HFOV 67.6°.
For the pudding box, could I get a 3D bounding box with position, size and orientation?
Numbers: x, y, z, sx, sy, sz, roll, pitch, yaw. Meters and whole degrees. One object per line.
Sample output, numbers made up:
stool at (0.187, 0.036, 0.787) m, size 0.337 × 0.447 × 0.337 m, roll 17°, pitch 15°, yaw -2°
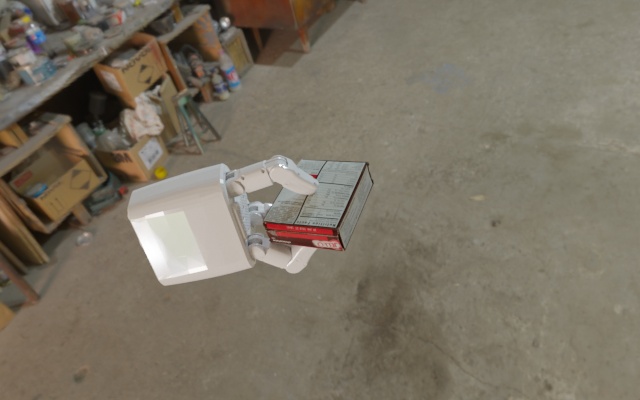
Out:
pudding box at (0.000, 0.002, 0.532) m, size 0.090 × 0.039 × 0.113 m, roll 5°, pitch 46°, yaw 24°
